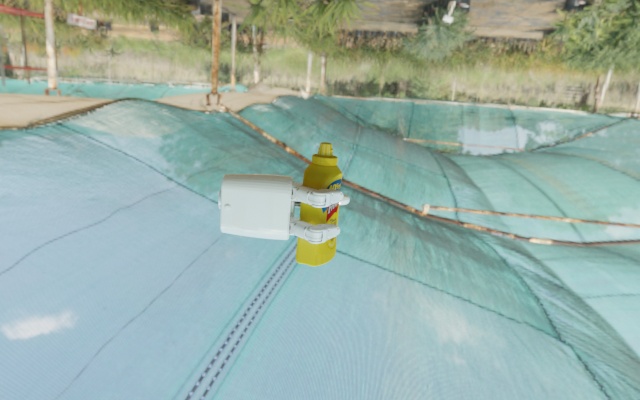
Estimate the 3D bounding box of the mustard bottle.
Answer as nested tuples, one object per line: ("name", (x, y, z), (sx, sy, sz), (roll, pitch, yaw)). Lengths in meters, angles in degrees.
("mustard bottle", (0.000, 0.003, 0.769), (0.058, 0.192, 0.096), (10, 14, 23))
